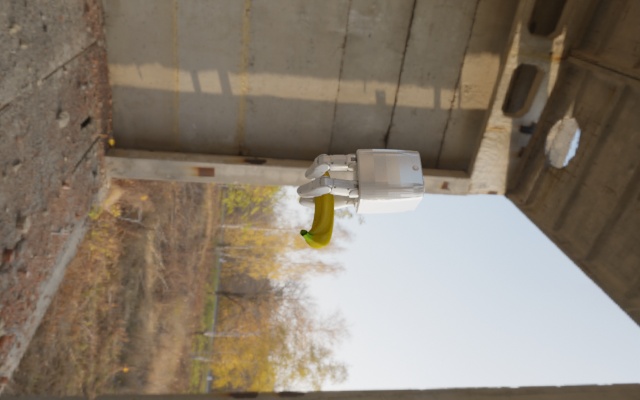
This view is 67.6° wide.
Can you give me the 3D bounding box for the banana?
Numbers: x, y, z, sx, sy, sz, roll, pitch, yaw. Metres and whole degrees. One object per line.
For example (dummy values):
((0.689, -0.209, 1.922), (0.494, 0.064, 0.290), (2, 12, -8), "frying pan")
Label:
((0.003, 0.020, 0.798), (0.037, 0.070, 0.197), (-4, 33, 10), "banana")
